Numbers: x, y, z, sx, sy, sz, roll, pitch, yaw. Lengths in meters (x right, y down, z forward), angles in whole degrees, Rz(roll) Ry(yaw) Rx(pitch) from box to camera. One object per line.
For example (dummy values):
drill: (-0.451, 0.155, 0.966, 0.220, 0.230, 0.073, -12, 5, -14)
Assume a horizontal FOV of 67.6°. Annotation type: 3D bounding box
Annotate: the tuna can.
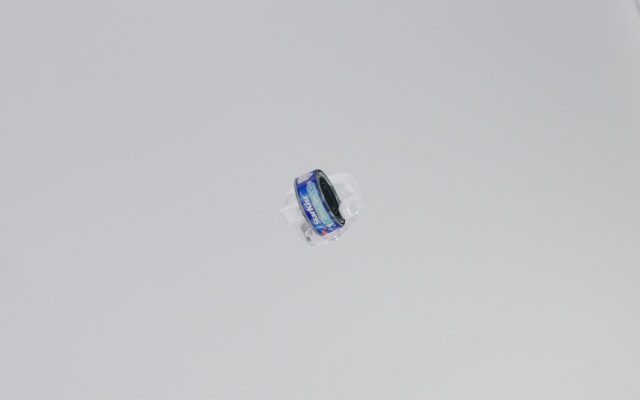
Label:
tuna can: (0.001, 0.002, 0.632, 0.034, 0.086, 0.086, -25, -7, 14)
